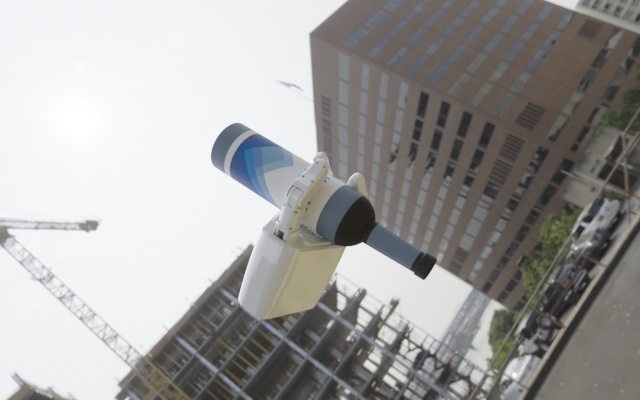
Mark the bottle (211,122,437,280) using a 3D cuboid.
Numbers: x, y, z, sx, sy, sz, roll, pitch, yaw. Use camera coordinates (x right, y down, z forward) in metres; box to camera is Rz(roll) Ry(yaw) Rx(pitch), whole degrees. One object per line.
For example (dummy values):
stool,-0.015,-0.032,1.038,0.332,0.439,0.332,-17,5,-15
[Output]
bottle,0.000,0.002,0.560,0.295,0.069,0.069,32,12,21
